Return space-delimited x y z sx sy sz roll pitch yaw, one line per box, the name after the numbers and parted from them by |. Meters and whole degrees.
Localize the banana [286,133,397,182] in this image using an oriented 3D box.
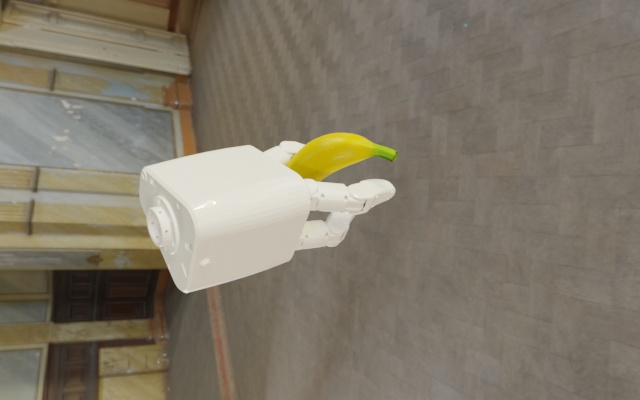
-0.010 -0.014 0.494 0.198 0.069 0.037 -41 0 45 | banana
